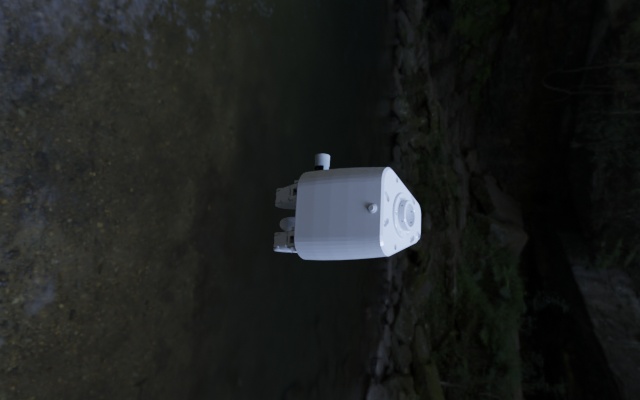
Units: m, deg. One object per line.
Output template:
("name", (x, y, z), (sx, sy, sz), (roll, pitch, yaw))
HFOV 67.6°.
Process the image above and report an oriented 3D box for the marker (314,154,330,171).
("marker", (0.000, 0.002, 0.596), (0.020, 0.121, 0.020), (3, -10, 0))
